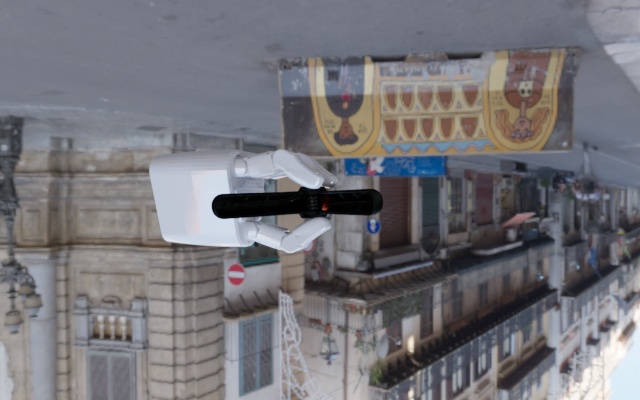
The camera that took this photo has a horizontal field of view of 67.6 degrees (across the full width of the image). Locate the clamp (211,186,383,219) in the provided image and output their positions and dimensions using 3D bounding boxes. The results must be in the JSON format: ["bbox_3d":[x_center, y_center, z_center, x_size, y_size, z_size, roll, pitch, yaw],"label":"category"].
[{"bbox_3d":[0.000,0.003,0.533,0.164,0.036,0.210,-1,1,17],"label":"clamp"}]
